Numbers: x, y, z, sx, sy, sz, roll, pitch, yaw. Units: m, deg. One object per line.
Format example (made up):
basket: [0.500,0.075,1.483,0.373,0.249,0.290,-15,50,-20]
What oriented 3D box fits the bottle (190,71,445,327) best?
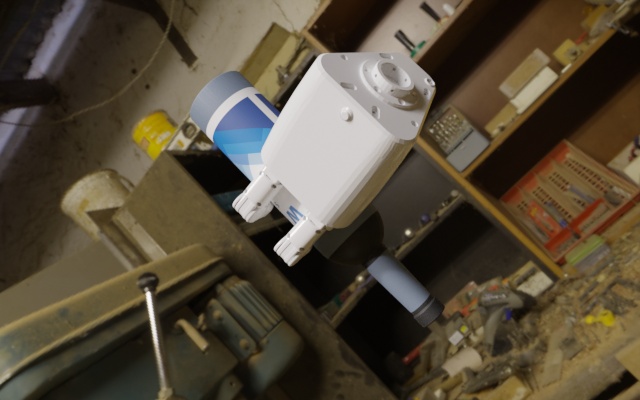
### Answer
bottle: [0.000,0.001,0.450,0.069,0.295,0.069,-44,-8,-8]
